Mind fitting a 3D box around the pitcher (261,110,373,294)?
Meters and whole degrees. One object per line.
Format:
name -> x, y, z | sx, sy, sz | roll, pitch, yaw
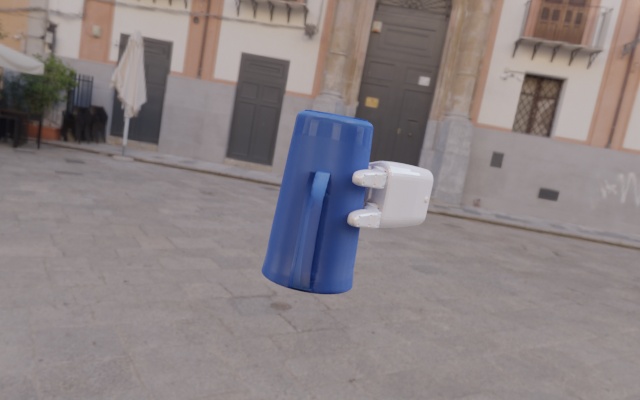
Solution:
pitcher -> 0.000, 0.002, 0.665 | 0.145, 0.243, 0.149 | 3, 11, -39
